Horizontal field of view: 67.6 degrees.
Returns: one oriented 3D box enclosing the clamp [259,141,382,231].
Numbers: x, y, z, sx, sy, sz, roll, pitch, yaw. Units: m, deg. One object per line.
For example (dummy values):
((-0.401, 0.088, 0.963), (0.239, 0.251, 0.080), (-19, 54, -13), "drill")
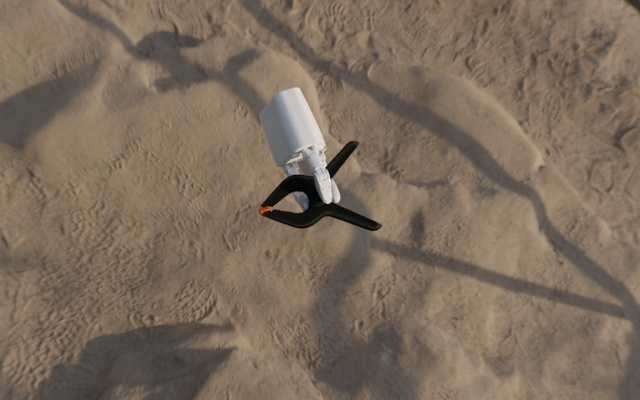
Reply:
((0.000, 0.003, 0.829), (0.210, 0.164, 0.036), (-21, -5, -11), "clamp")
